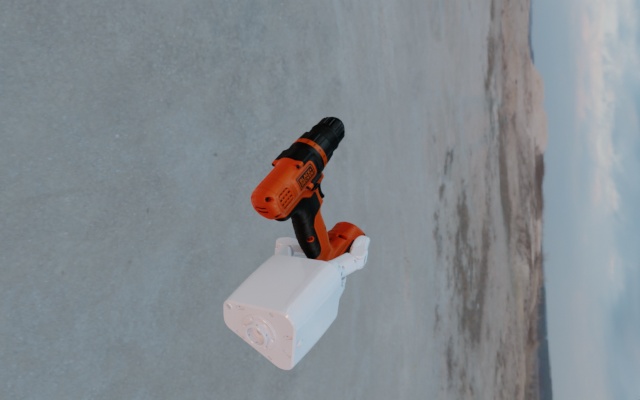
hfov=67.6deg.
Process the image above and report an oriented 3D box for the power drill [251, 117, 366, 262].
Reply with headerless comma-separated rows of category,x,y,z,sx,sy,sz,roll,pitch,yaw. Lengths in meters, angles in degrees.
power drill,0.000,0.003,0.653,0.057,0.188,0.184,7,45,40
